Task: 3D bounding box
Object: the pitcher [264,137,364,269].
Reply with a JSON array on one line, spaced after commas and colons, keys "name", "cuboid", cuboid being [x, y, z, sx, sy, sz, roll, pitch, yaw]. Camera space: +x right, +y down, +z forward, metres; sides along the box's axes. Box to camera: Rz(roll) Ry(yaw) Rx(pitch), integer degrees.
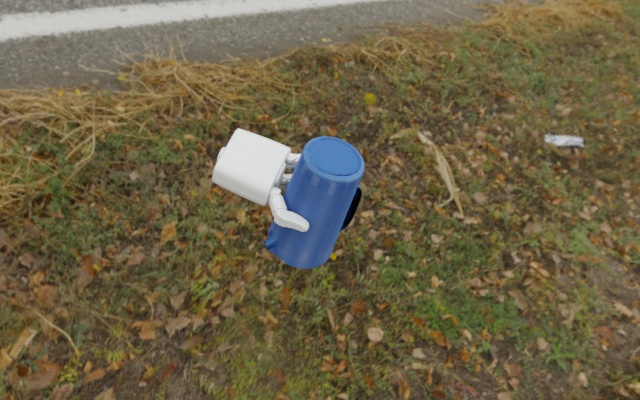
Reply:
[{"name": "pitcher", "cuboid": [0.000, 0.003, 0.874, 0.145, 0.243, 0.149, 24, 45, 0]}]
